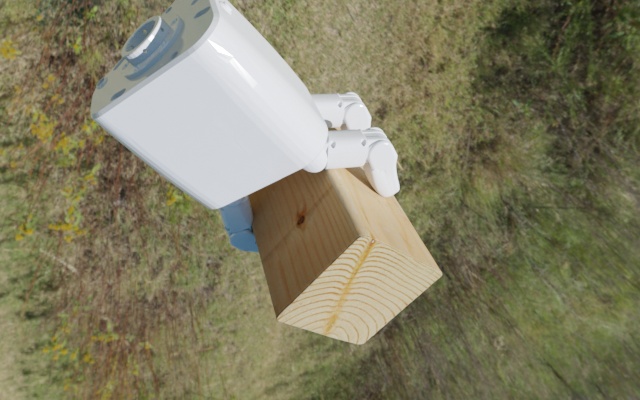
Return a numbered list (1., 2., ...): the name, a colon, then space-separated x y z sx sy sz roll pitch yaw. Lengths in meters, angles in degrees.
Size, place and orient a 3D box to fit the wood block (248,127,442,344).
1. wood block: 0.000 0.001 0.402 0.090 0.091 0.206 27 26 -36
